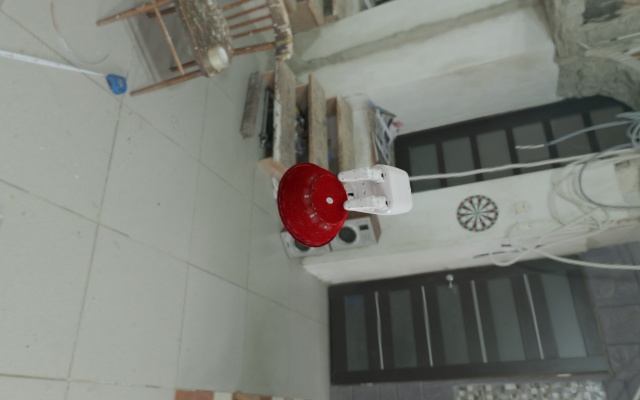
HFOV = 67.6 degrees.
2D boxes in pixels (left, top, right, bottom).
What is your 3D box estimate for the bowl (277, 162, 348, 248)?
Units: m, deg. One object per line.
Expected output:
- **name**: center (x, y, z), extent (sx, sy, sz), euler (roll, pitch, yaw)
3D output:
- **bowl**: center (0.000, 0.003, 0.871), extent (0.162, 0.162, 0.055), euler (0, -10, -42)
